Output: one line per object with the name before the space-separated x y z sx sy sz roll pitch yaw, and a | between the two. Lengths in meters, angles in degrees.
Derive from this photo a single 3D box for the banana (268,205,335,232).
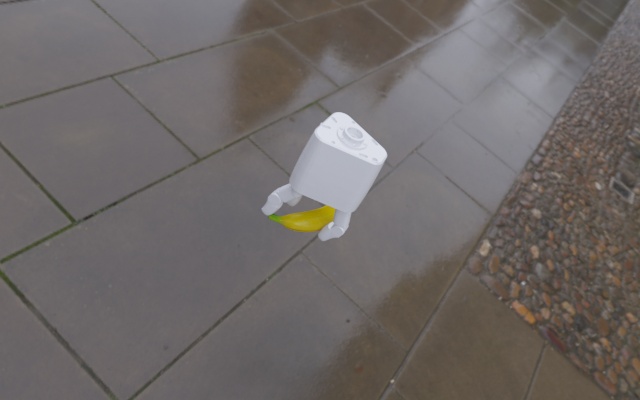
banana | 0.008 0.017 0.838 0.198 0.069 0.037 -17 -33 -38
